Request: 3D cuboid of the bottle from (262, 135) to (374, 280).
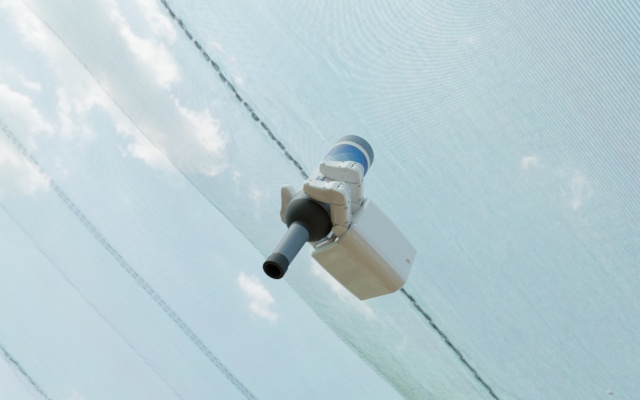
[{"bbox_3d":[0.000,0.002,0.653,0.069,0.069,0.295,0,32,26],"label":"bottle"}]
